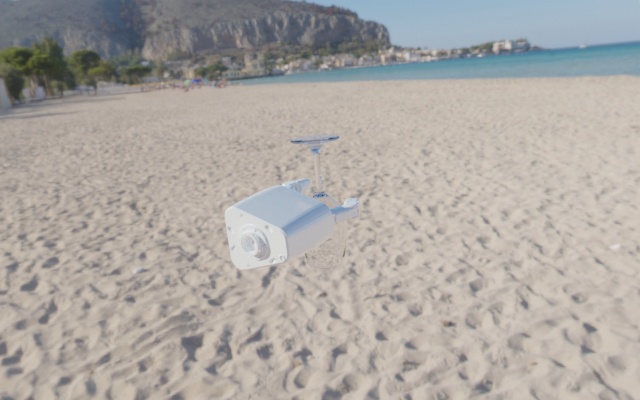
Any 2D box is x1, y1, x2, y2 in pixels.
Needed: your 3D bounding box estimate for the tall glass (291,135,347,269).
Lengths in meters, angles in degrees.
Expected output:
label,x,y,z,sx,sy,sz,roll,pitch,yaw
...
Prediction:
label,x,y,z,sx,sy,sz,roll,pitch,yaw
tall glass,0.000,0.002,0.746,0.079,0.201,0.079,-5,16,1
